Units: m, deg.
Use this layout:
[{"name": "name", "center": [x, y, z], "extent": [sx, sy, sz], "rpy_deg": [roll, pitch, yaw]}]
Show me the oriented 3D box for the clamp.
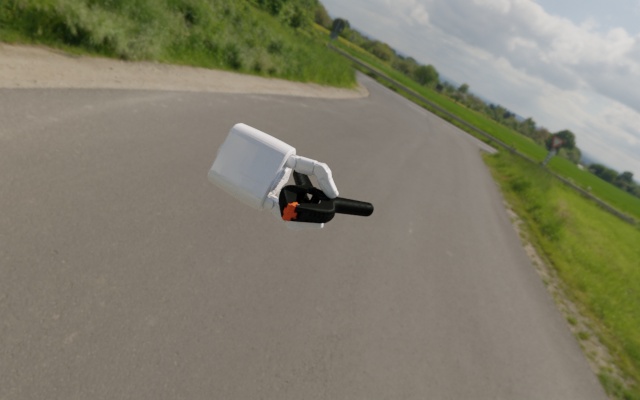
[{"name": "clamp", "center": [0.000, 0.002, 0.786], "extent": [0.164, 0.036, 0.210], "rpy_deg": [25, 19, 8]}]
